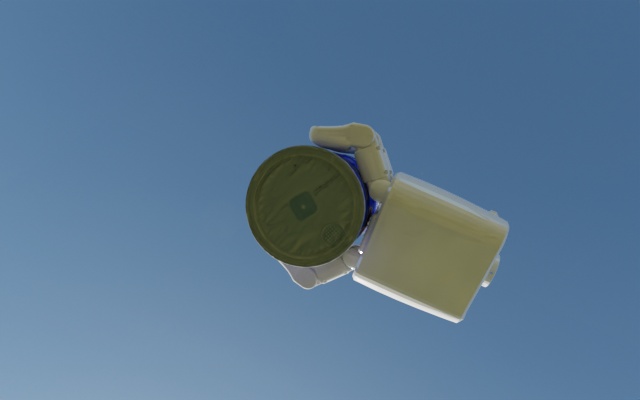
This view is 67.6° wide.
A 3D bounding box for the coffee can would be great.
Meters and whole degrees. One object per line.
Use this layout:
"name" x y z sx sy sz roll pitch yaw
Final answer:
"coffee can" 0.000 0.002 0.464 0.103 0.103 0.140 0 3 12
